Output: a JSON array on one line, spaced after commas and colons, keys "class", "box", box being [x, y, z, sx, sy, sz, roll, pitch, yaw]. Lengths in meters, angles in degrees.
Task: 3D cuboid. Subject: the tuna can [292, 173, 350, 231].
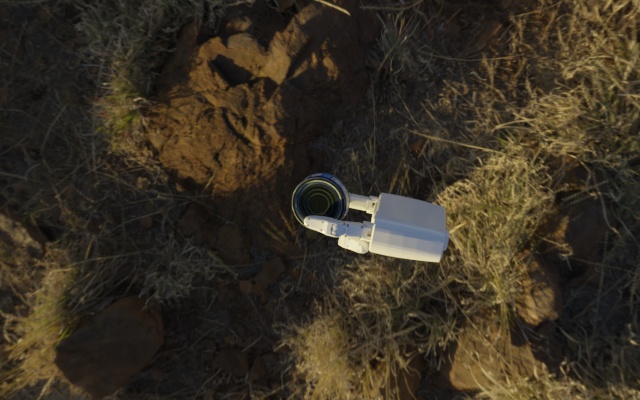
[{"class": "tuna can", "box": [0.000, 0.002, 0.728, 0.086, 0.086, 0.033, 0, 12, 13]}]
